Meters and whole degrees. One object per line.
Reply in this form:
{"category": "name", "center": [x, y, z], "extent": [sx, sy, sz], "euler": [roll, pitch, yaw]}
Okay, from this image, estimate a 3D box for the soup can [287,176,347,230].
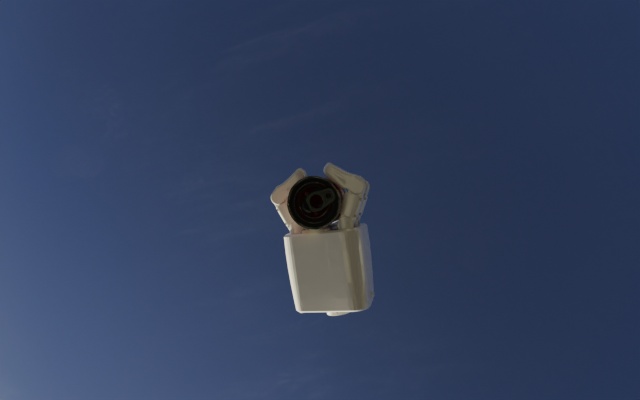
{"category": "soup can", "center": [0.000, 0.002, 0.647], "extent": [0.068, 0.068, 0.102], "euler": [0, 1, 11]}
